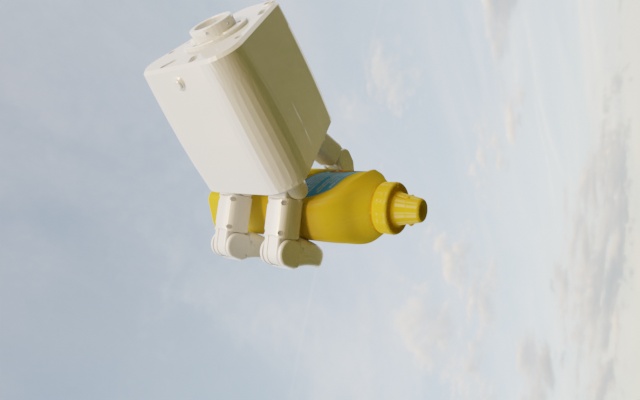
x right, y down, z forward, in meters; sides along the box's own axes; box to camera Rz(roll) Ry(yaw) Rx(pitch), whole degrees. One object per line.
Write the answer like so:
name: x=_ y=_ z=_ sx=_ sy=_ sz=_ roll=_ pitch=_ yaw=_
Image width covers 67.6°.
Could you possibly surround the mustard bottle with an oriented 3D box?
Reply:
mustard bottle: x=0.000 y=0.002 z=0.411 sx=0.191 sy=0.058 sz=0.096 roll=4 pitch=18 yaw=38
